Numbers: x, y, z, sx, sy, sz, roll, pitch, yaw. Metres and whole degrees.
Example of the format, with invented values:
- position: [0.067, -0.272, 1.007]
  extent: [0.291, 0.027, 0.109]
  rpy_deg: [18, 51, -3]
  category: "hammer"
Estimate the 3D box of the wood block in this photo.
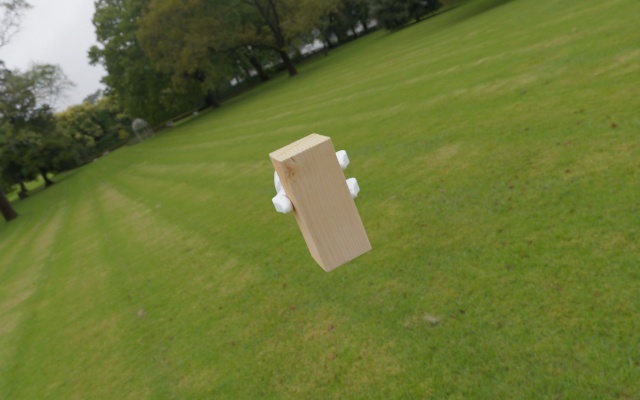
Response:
- position: [0.000, 0.003, 0.809]
  extent: [0.091, 0.206, 0.090]
  rpy_deg: [-26, 20, -11]
  category: "wood block"
